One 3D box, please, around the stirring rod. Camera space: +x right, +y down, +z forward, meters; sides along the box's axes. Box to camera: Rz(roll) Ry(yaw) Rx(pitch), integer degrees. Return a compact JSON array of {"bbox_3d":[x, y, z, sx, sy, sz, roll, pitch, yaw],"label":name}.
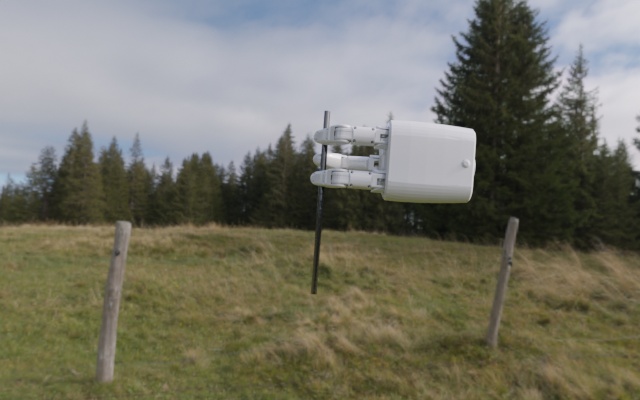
[{"bbox_3d":[0.000,0.002,0.627,0.011,0.239,0.011,4,-2,0],"label":"stirring rod"}]
